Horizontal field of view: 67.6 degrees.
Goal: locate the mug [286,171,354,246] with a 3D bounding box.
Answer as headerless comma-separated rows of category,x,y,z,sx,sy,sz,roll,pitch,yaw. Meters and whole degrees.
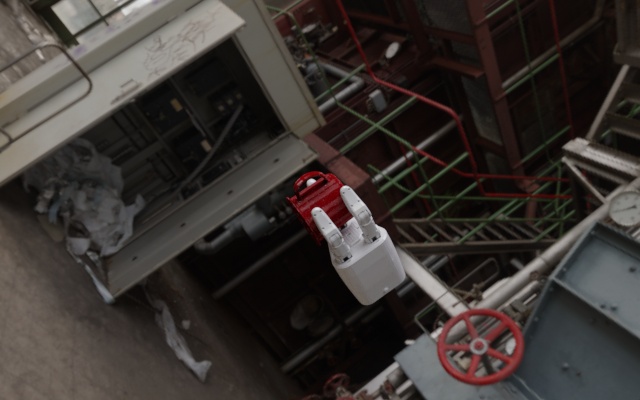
mug,0.000,0.001,0.750,0.081,0.117,0.093,-35,36,-7
